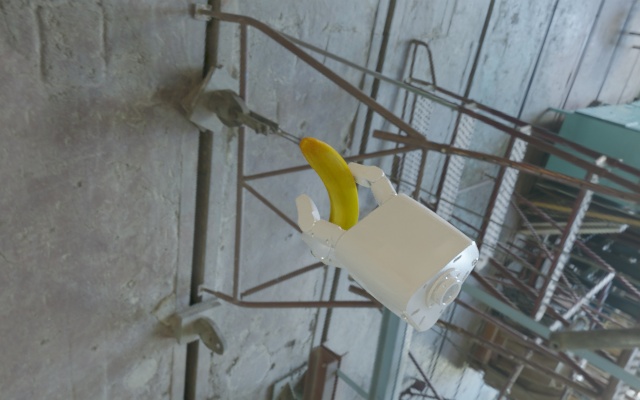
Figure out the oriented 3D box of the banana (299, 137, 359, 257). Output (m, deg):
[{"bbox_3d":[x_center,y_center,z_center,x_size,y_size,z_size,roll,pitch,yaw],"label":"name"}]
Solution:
[{"bbox_3d":[0.016,-0.003,0.608,0.069,0.198,0.037,-24,44,-21],"label":"banana"}]
